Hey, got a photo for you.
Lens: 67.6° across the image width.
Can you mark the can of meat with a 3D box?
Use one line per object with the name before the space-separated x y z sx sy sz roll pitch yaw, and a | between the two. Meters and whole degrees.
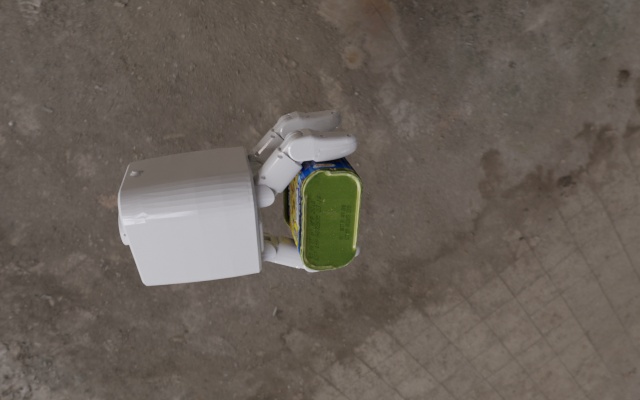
can of meat | 0.000 0.002 0.438 0.057 0.102 0.084 -4 26 -12
